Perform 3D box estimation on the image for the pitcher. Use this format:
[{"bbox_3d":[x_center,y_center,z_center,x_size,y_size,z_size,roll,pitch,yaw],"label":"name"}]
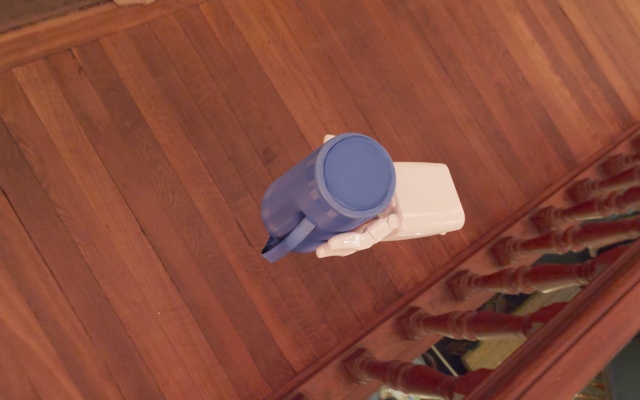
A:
[{"bbox_3d":[0.000,0.002,0.671,0.145,0.149,0.243,-2,-12,-20],"label":"pitcher"}]
